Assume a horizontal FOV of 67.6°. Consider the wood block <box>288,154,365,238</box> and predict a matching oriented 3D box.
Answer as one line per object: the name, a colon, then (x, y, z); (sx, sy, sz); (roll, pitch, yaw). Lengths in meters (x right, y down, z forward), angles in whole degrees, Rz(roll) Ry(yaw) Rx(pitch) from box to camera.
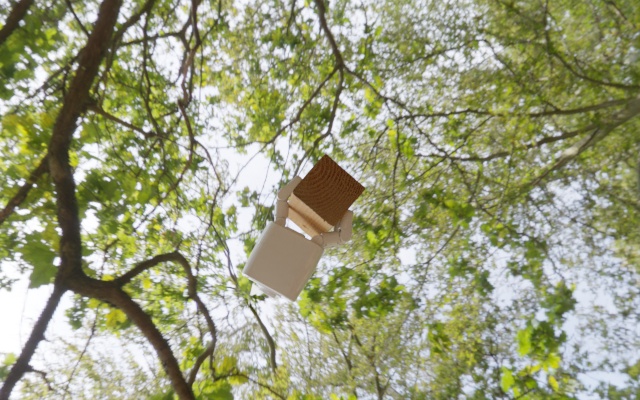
wood block: (0.000, 0.003, 0.871); (0.091, 0.090, 0.206); (40, -14, 1)
